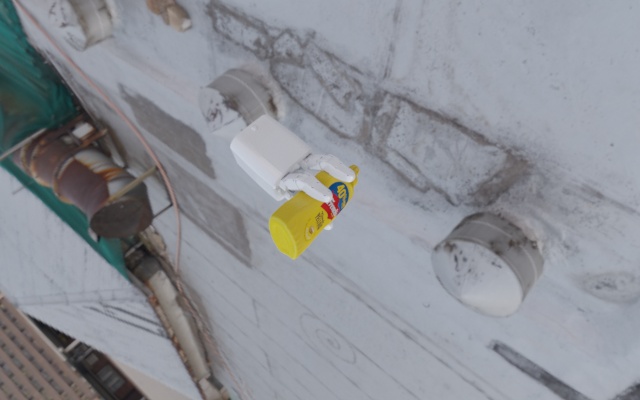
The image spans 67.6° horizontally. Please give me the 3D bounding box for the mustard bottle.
[{"bbox_3d":[0.000,0.003,0.782,0.058,0.096,0.191,27,56,31],"label":"mustard bottle"}]
